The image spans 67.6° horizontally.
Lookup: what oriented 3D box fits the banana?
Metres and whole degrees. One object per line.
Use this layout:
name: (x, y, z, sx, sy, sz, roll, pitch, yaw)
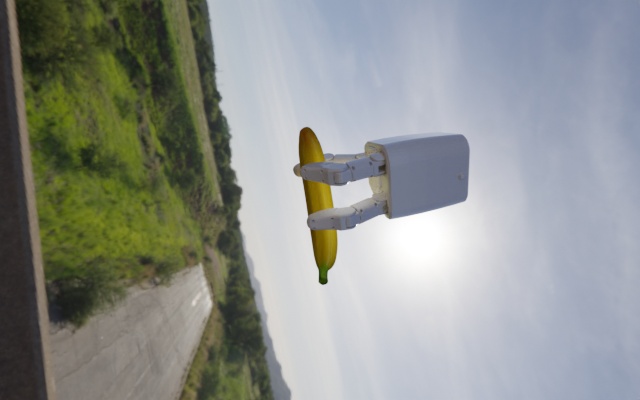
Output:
banana: (-0.001, 0.004, 0.620, 0.037, 0.198, 0.069, -9, 4, -3)
